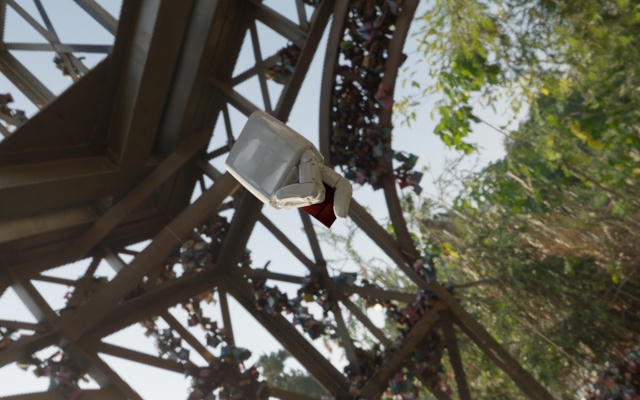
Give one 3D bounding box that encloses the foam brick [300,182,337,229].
[{"bbox_3d":[0.000,0.003,0.746,0.051,0.053,0.078,36,-3,22],"label":"foam brick"}]
